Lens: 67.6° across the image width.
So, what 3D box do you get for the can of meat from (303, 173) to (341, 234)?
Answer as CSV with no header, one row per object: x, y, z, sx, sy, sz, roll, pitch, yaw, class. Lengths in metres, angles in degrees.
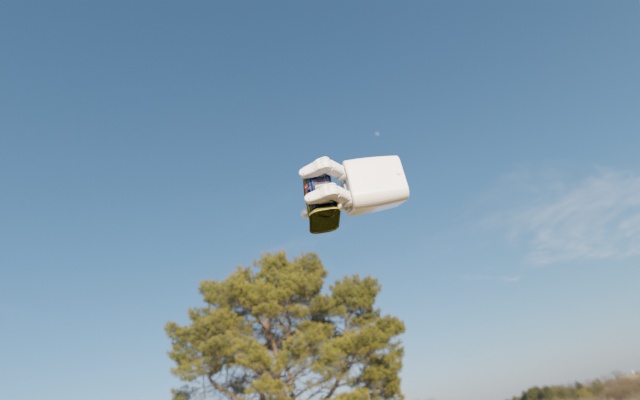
0.000,0.003,0.891,0.057,0.084,0.102,-9,-27,-5,can of meat
